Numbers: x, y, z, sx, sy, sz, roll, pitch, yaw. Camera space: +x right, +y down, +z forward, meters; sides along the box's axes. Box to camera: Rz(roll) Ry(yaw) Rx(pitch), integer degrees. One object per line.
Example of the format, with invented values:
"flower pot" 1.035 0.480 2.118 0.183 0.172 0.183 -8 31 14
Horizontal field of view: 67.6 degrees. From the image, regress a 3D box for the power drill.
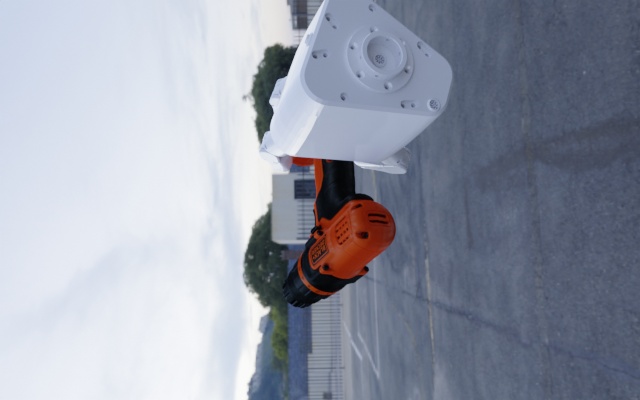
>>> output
"power drill" 0.000 0.001 0.489 0.057 0.187 0.184 5 -31 -28
